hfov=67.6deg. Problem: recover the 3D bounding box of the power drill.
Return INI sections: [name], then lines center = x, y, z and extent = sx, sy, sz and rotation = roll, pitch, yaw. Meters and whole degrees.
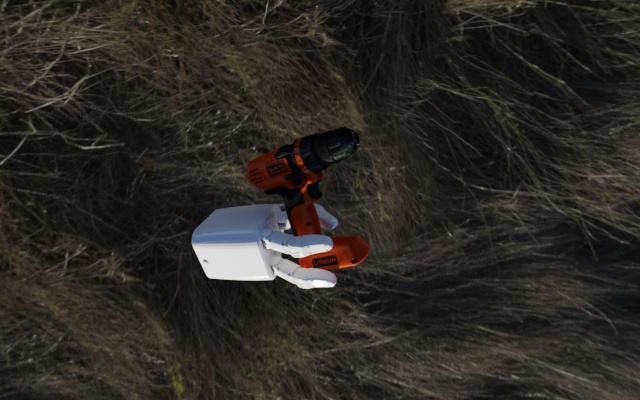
[power drill]
center = 0.000, 0.003, 0.666
extent = 0.184, 0.188, 0.057
rotation = -15, 13, 36
